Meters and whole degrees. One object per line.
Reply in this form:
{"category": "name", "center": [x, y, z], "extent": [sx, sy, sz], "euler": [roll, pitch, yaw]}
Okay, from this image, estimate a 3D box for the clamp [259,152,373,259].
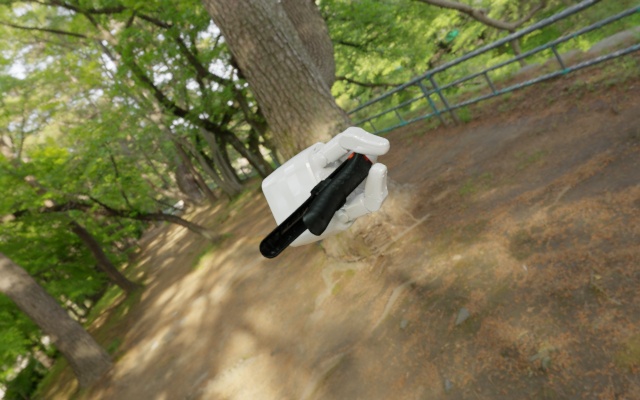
{"category": "clamp", "center": [0.000, 0.001, 0.543], "extent": [0.120, 0.039, 0.171], "euler": [-26, 14, 44]}
